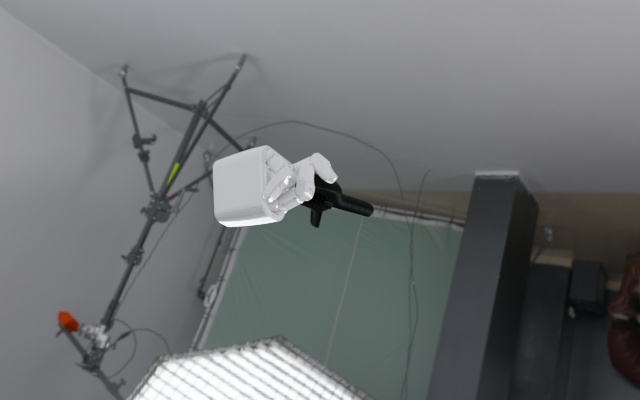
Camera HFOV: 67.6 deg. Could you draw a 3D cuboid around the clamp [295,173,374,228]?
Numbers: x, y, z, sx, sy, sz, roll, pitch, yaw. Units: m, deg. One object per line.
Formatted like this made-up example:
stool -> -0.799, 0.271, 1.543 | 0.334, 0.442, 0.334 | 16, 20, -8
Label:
clamp -> 0.000, 0.003, 0.808 | 0.120, 0.039, 0.171 | -24, -38, 27
